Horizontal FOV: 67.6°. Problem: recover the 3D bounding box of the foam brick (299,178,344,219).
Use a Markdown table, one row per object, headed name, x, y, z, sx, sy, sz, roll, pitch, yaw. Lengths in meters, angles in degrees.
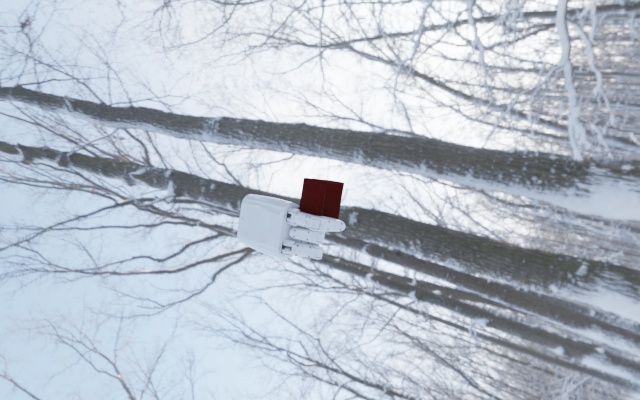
| name | x | y | z | sx | sy | sz | roll | pitch | yaw |
| --- | --- | --- | --- | --- | --- | --- | --- | --- | --- |
| foam brick | 0.000 | 0.002 | 0.811 | 0.051 | 0.078 | 0.053 | 14 | 8 | 37 |
